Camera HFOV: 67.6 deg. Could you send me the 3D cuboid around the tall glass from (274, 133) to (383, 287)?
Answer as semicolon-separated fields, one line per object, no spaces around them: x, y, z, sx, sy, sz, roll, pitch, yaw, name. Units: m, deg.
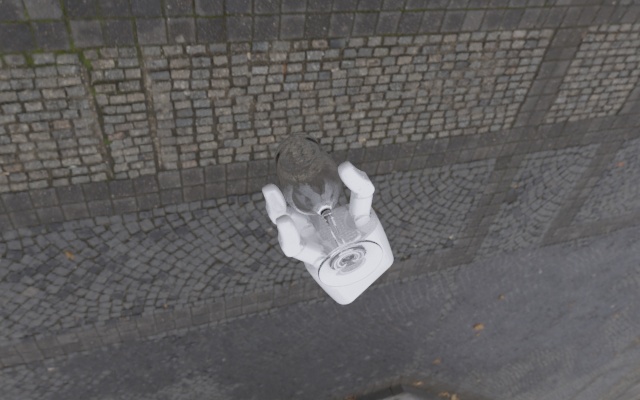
0.000;0.002;0.574;0.079;0.079;0.201;0;42;-26;tall glass
